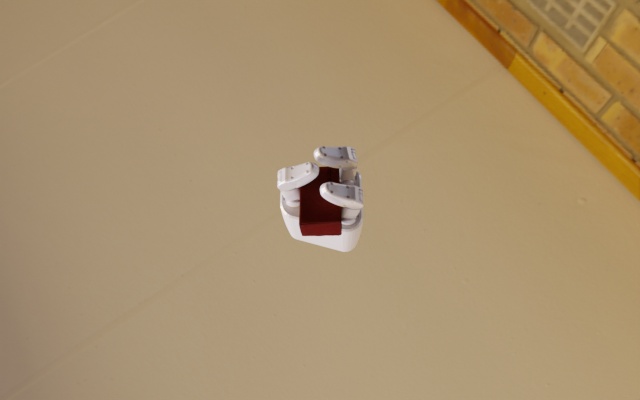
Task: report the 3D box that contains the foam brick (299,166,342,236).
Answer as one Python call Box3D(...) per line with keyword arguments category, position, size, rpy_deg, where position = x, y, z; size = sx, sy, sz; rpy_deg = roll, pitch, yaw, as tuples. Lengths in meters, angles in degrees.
Box3D(category="foam brick", position=(0.000, 0.002, 0.603), size=(0.053, 0.078, 0.051), rpy_deg=(-1, -24, 1))
